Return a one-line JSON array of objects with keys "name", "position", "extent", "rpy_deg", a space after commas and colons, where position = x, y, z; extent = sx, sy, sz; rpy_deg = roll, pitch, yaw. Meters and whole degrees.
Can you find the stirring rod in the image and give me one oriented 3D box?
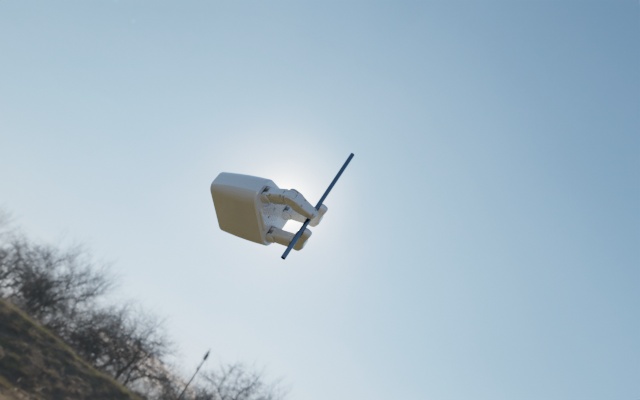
[{"name": "stirring rod", "position": [0.000, 0.003, 0.781], "extent": [0.011, 0.239, 0.011], "rpy_deg": [23, -34, 17]}]
